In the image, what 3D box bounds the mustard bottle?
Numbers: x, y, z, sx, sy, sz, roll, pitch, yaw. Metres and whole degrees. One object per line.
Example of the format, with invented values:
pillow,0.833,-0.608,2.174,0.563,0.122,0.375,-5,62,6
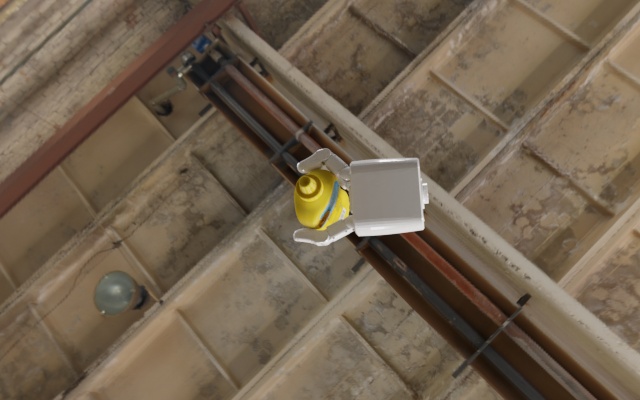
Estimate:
mustard bottle,0.000,0.003,0.779,0.058,0.096,0.192,20,-12,19
